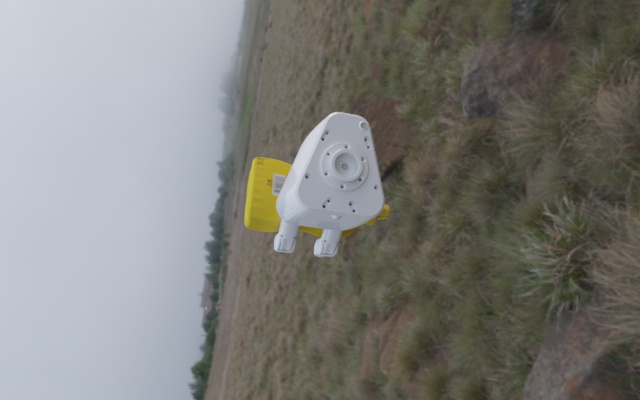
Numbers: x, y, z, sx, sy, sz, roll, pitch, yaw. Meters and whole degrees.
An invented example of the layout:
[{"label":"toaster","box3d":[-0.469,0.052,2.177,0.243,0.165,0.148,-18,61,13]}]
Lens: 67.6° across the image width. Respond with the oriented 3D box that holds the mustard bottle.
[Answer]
[{"label":"mustard bottle","box3d":[0.000,0.002,0.631,0.191,0.096,0.058,8,-34,-13]}]
